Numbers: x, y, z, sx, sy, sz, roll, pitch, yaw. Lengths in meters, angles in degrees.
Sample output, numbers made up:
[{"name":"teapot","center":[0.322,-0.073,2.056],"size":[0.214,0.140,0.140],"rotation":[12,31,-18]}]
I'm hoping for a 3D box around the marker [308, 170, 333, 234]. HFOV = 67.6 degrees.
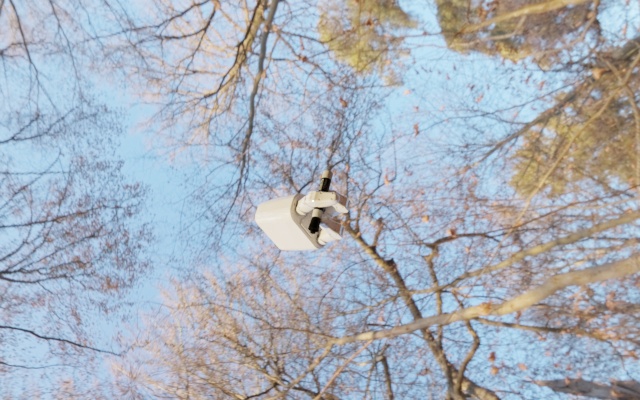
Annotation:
[{"name":"marker","center":[0.000,0.003,0.836],"size":[0.020,0.121,0.020],"rotation":[12,-25,6]}]
